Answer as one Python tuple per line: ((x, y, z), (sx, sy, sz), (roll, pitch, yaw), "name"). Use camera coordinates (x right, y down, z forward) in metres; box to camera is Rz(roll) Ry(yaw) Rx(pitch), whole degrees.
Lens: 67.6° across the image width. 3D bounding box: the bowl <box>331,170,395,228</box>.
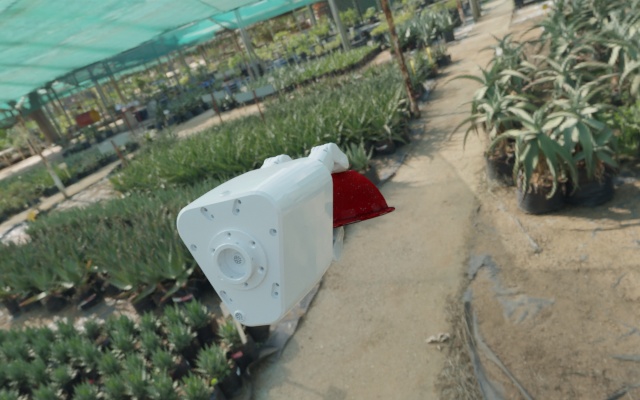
((0.000, 0.001, 0.544), (0.162, 0.055, 0.162), (-12, 0, 0), "bowl")
